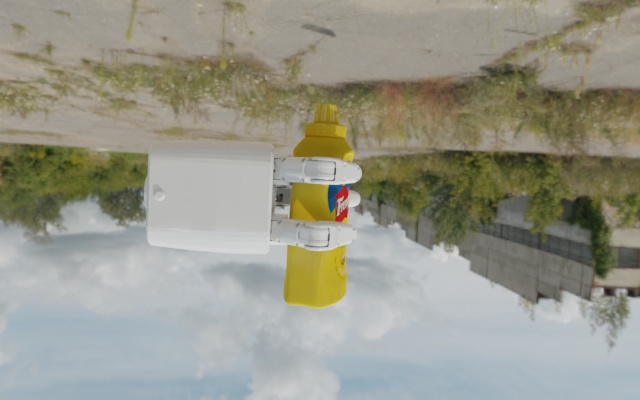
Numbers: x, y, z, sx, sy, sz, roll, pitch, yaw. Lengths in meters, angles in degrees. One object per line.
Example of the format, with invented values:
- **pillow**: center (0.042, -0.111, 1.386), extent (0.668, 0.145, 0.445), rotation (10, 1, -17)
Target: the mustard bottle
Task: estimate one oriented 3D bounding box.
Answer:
- **mustard bottle**: center (0.000, 0.002, 0.470), extent (0.058, 0.191, 0.096), rotation (4, 3, 18)
